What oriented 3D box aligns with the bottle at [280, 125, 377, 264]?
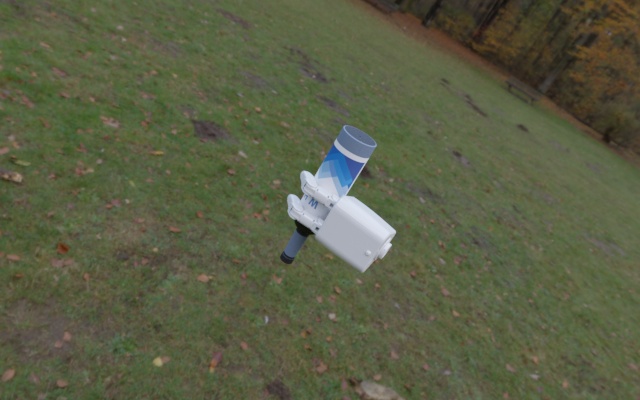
[{"bbox_3d":[0.000,0.003,0.887,0.069,0.296,0.069,25,25,-13],"label":"bottle"}]
